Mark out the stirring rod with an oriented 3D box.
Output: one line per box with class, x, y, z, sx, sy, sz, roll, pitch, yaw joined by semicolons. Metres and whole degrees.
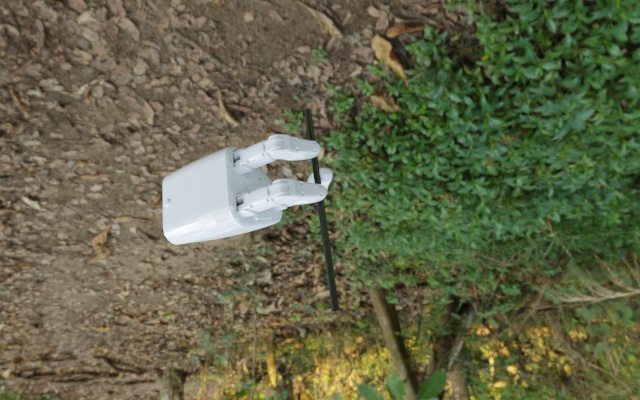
stirring rod;0.000;0.002;0.533;0.011;0.239;0.011;-7;-21;-3
